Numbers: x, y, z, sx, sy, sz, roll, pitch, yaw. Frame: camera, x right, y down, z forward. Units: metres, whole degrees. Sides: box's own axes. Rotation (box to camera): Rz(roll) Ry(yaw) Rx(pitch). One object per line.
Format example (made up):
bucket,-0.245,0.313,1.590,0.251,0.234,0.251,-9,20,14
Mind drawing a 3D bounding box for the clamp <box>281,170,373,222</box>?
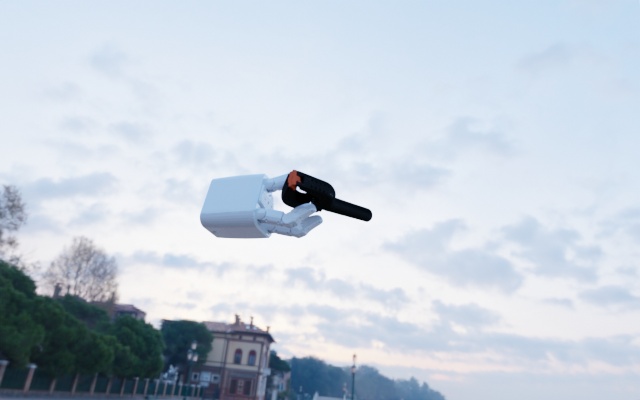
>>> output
clamp,0.000,0.002,0.842,0.164,0.036,0.210,-5,-24,12
